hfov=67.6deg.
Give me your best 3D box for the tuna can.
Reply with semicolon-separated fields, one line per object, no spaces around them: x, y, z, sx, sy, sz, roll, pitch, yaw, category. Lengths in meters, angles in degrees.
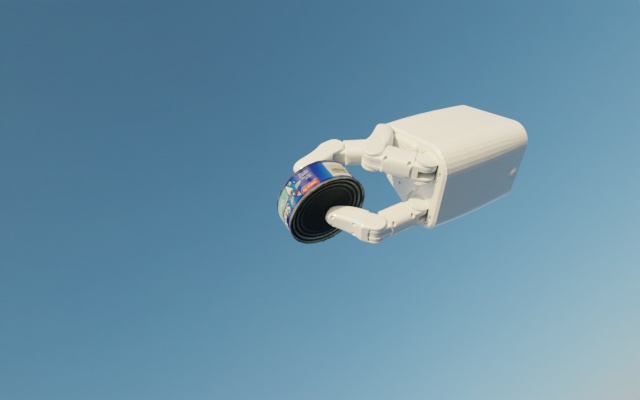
0.000;0.001;0.483;0.086;0.086;0.033;0;39;-40;tuna can
